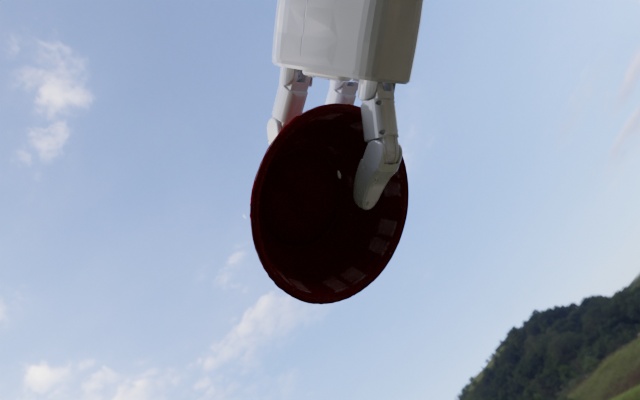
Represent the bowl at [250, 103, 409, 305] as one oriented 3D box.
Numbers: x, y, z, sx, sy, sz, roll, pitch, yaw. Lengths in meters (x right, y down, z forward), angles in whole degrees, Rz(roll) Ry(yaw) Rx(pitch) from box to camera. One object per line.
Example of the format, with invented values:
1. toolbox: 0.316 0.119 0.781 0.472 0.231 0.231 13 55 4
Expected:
1. bowl: 0.000 0.003 0.402 0.162 0.162 0.055 0 7 -38
